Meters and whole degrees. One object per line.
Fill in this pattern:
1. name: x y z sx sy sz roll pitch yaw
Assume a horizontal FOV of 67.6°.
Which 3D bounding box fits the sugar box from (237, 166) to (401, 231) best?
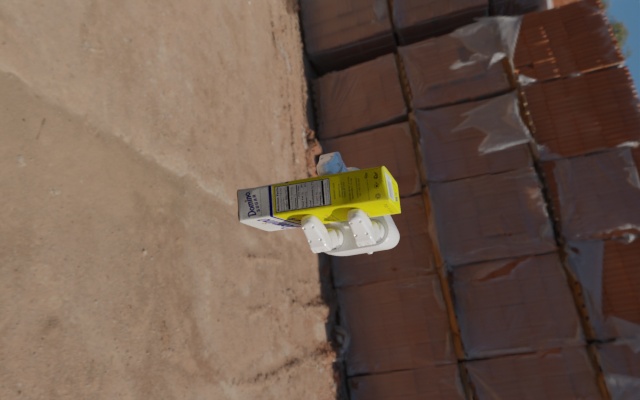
1. sugar box: 0.000 0.002 0.569 0.176 0.048 0.093 -11 -14 16
